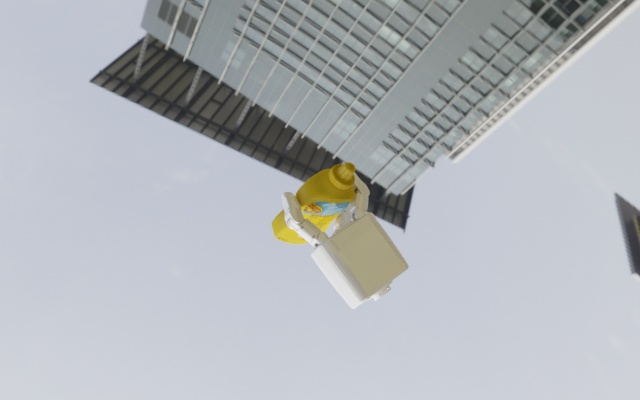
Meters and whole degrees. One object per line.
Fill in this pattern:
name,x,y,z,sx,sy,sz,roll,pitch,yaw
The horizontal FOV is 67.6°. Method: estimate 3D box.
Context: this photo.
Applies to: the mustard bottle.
mustard bottle,0.000,0.002,0.774,0.096,0.058,0.192,2,-34,-33
